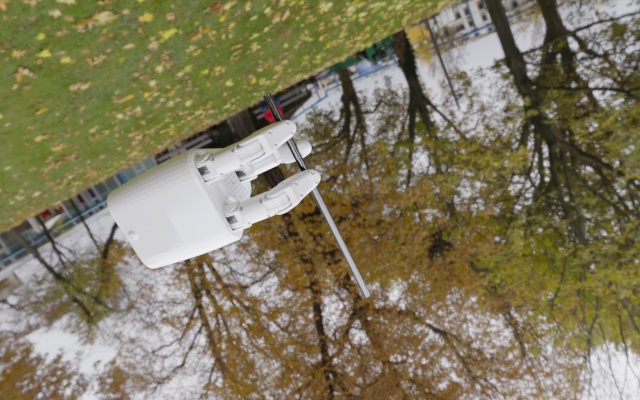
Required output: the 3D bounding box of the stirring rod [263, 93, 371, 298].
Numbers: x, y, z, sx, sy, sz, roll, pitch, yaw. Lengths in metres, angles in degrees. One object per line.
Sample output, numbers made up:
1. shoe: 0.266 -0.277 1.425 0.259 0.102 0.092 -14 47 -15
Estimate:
1. stirring rod: 0.000 0.002 0.491 0.011 0.239 0.011 -24 17 8
